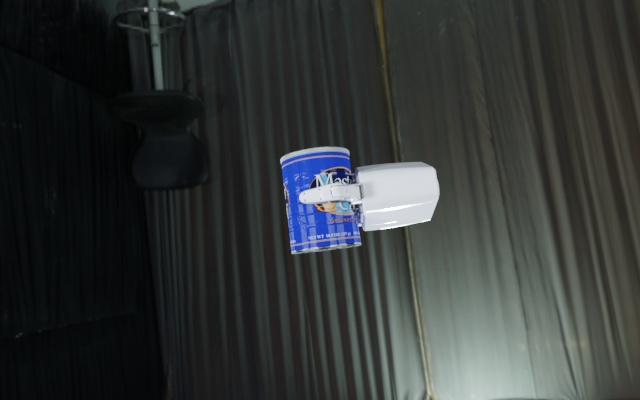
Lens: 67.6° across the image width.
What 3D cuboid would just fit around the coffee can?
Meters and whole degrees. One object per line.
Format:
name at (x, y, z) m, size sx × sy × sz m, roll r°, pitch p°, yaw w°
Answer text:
coffee can at (0.000, 0.002, 0.698) m, size 0.103 × 0.140 × 0.103 m, roll -7°, pitch -7°, yaw -1°
